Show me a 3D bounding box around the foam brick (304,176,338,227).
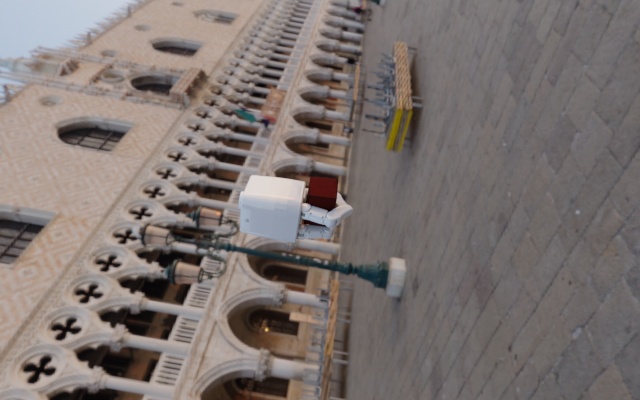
[{"bbox_3d":[0.000,0.003,0.870,0.051,0.078,0.053,8,43,-3],"label":"foam brick"}]
